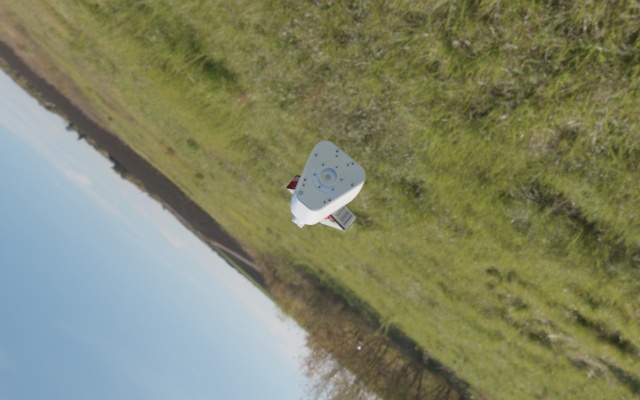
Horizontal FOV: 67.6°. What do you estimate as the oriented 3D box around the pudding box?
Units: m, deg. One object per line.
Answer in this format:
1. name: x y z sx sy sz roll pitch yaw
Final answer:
1. pudding box: 0.000 0.003 0.884 0.113 0.039 0.090 47 -15 -25
